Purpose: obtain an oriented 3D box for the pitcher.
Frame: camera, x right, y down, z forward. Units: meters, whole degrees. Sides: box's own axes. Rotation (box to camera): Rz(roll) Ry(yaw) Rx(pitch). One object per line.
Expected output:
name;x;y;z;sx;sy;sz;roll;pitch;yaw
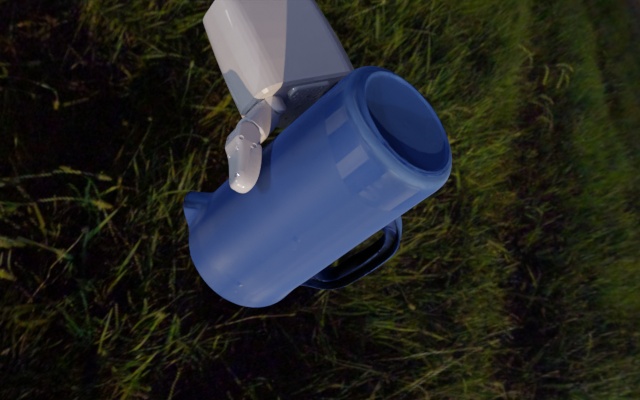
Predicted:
pitcher;0.000;0.001;0.430;0.149;0.145;0.243;-11;-19;-45
